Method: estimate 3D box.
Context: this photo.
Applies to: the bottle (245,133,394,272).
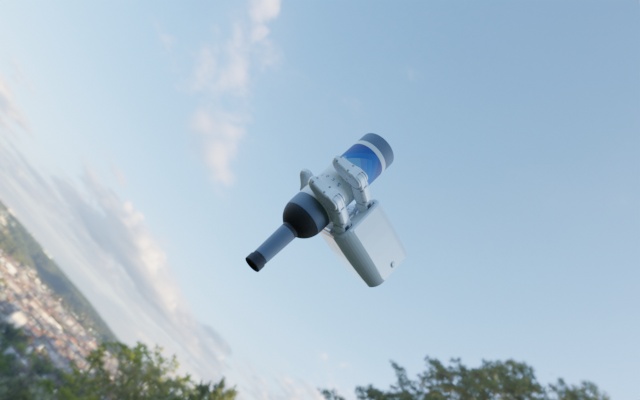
[{"bbox_3d":[0.000,0.002,0.735,0.295,0.069,0.069,-42,23,-27],"label":"bottle"}]
